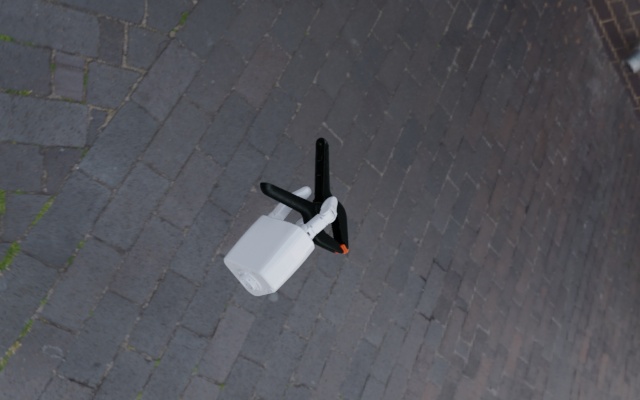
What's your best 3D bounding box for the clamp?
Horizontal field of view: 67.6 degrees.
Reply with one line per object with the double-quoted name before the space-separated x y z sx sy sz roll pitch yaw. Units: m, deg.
"clamp" 0.001 0.003 0.856 0.036 0.210 0.164 -1 39 50
